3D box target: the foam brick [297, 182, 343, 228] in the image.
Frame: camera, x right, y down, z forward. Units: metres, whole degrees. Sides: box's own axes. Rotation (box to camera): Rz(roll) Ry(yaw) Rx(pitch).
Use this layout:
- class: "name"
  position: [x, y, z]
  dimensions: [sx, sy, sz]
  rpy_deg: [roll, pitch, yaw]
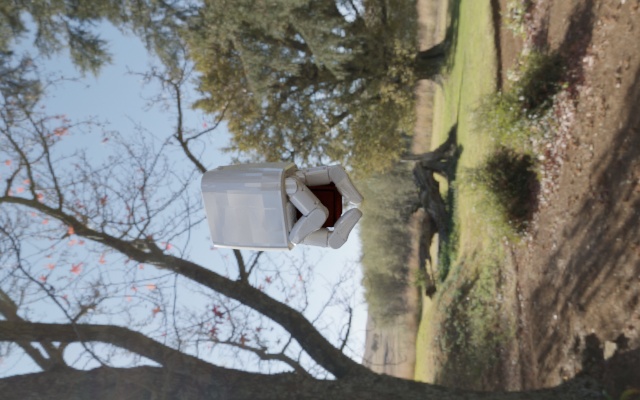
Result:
- class: "foam brick"
  position: [0.000, 0.002, 0.646]
  dimensions: [0.051, 0.053, 0.078]
  rpy_deg: [0, 11, 9]
